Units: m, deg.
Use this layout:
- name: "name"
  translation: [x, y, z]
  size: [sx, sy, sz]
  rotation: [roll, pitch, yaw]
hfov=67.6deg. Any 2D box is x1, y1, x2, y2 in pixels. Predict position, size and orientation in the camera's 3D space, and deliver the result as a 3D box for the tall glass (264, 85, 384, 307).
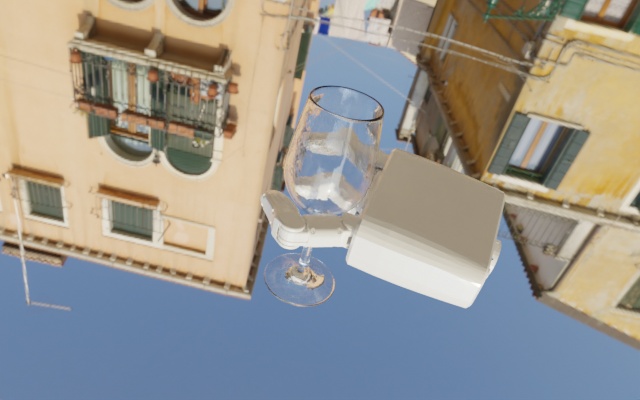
- name: "tall glass"
  translation: [0.000, 0.002, 0.434]
  size: [0.079, 0.201, 0.079]
  rotation: [10, 35, -7]
